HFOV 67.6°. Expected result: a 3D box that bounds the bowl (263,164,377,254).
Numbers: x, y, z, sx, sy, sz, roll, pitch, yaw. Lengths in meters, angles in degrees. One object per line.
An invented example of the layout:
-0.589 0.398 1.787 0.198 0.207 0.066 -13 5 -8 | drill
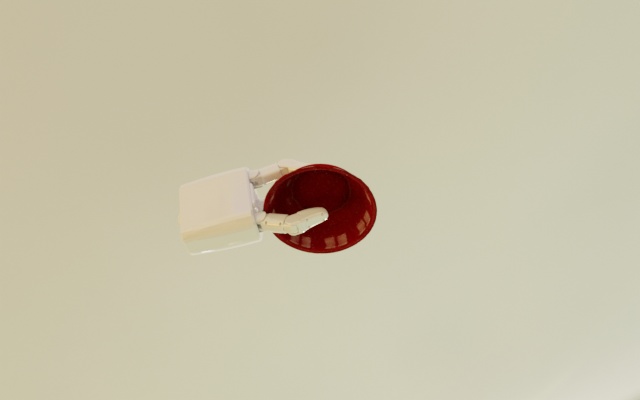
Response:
0.001 0.002 0.696 0.162 0.162 0.055 0 39 2 | bowl
